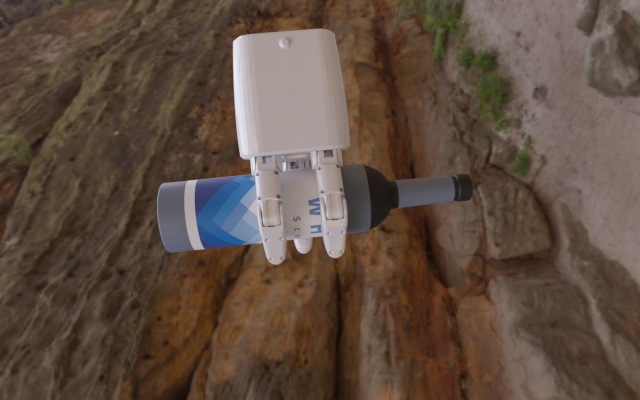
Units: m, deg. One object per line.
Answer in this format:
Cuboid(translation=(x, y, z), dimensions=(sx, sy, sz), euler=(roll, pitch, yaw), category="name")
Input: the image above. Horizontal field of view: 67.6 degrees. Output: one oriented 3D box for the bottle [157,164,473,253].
Cuboid(translation=(0.000, 0.002, 0.464), dimensions=(0.296, 0.069, 0.069), euler=(-6, 0, -4), category="bottle")
